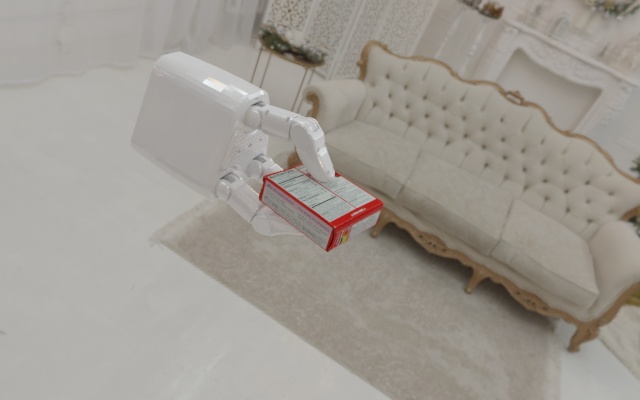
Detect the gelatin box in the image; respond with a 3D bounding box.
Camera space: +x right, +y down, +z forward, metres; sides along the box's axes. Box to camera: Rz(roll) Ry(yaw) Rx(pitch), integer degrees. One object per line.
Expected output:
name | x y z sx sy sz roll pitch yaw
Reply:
gelatin box | 0.000 0.001 0.435 0.089 0.030 0.073 34 36 27
